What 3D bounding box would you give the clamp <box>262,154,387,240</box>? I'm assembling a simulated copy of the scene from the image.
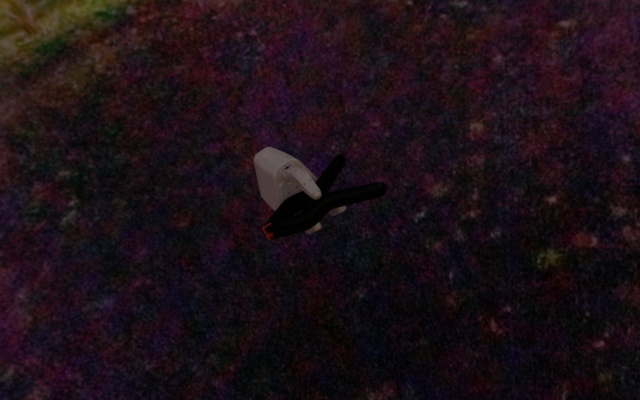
[{"bbox_3d":[-0.001,0.002,0.804,0.210,0.036,0.164,-37,33,-14],"label":"clamp"}]
